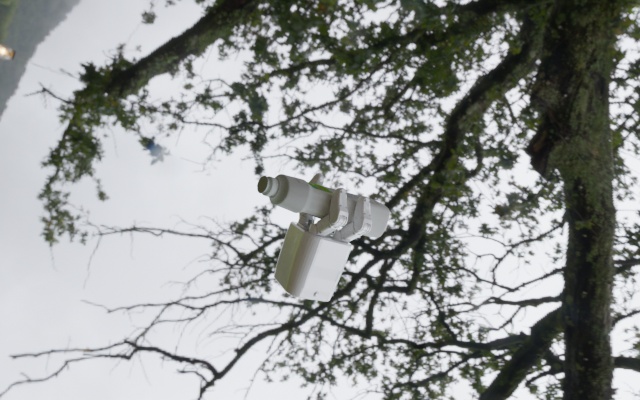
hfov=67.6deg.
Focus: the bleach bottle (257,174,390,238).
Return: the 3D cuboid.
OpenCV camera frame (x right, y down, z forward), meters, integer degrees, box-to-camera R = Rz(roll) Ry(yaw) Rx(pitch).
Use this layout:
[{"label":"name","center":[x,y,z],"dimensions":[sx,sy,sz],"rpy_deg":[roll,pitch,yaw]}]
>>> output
[{"label":"bleach bottle","center":[0.000,0.003,0.806],"dimensions":[0.251,0.068,0.102],"rpy_deg":[17,4,-39]}]
